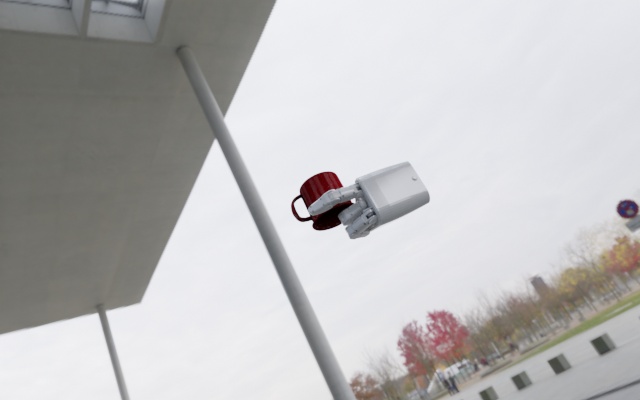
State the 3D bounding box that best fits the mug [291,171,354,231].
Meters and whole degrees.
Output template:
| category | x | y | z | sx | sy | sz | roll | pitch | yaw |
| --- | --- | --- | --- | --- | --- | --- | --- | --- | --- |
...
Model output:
| category | x | y | z | sx | sy | sz | roll | pitch | yaw |
| --- | --- | --- | --- | --- | --- | --- | --- | --- | --- |
| mug | -0.001 | 0.003 | 0.899 | 0.117 | 0.081 | 0.093 | -20 | -25 | -14 |
